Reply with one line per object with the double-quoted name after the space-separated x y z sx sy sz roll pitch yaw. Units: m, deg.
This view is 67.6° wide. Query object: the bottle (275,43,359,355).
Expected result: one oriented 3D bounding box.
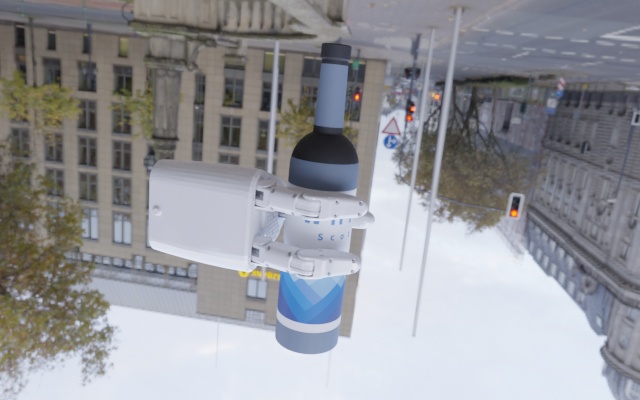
0.000 0.002 0.466 0.069 0.296 0.069 6 14 -1 "bottle"
